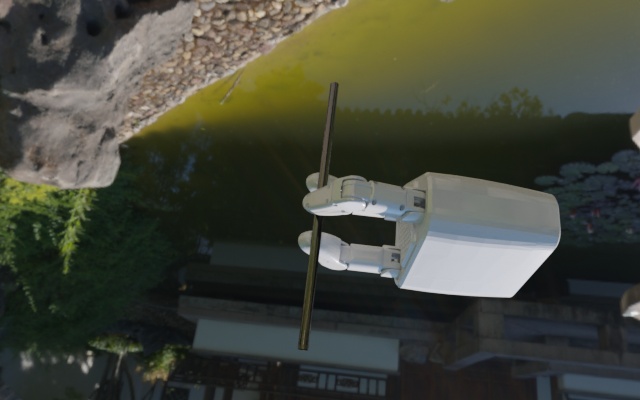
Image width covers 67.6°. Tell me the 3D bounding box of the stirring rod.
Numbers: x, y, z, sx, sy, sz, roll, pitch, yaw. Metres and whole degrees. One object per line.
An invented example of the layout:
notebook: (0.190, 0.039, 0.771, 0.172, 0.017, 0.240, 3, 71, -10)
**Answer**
stirring rod: (0.000, 0.001, 0.403, 0.011, 0.239, 0.011, 6, -22, 2)
